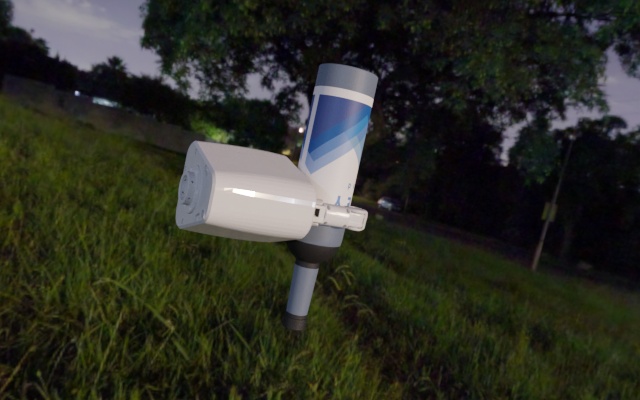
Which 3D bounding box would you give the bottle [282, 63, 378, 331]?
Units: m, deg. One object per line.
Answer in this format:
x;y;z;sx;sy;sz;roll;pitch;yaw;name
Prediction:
0.000;0.002;0.538;0.069;0.296;0.069;12;5;-1;bottle
